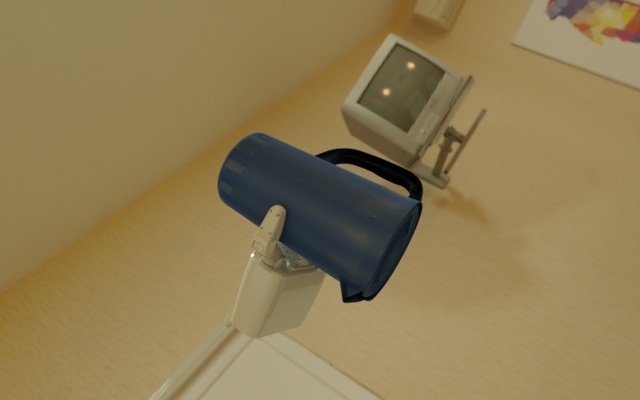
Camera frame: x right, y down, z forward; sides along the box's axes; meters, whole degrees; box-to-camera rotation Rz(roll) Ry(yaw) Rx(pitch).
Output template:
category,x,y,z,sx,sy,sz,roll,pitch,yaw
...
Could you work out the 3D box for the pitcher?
category,x,y,z,sx,sy,sz,roll,pitch,yaw
pitcher,0.000,0.002,0.602,0.243,0.145,0.149,29,21,20
